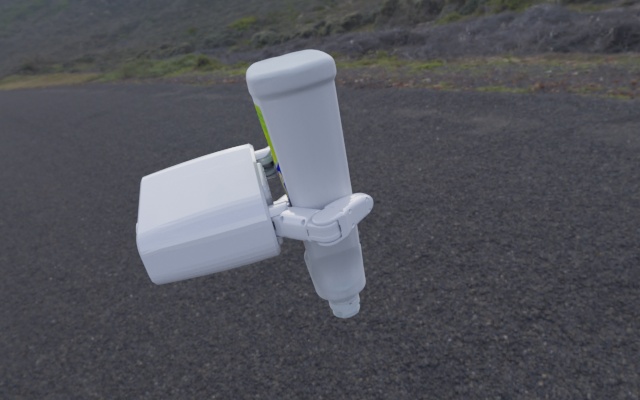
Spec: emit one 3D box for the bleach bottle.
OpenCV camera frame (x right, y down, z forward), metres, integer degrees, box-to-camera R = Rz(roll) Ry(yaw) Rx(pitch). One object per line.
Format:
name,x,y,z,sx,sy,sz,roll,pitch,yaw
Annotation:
bleach bottle,0.000,0.001,0.425,0.068,0.251,0.102,-16,23,-4
